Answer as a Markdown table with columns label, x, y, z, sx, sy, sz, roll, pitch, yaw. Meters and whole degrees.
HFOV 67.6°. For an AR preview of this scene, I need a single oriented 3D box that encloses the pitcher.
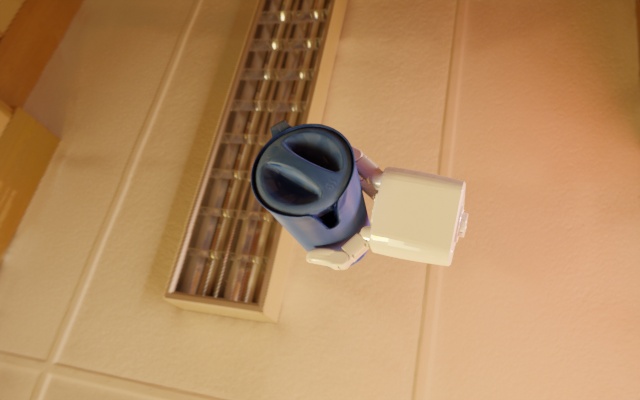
| label | x | y | z | sx | sy | sz | roll | pitch | yaw |
| --- | --- | --- | --- | --- | --- | --- | --- | --- | --- |
| pitcher | 0.000 | 0.002 | 0.688 | 0.145 | 0.149 | 0.243 | 10 | -23 | 20 |
